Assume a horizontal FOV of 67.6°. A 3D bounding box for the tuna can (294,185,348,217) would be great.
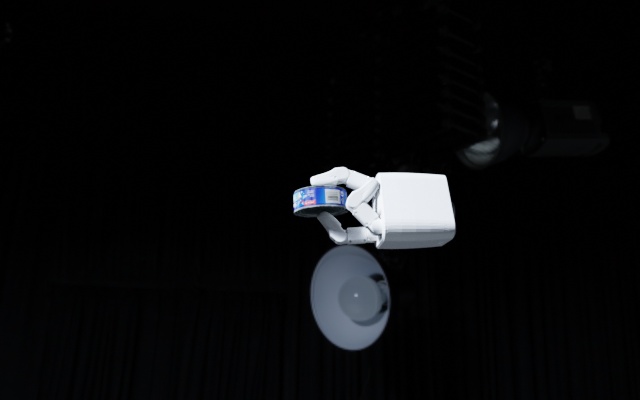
[{"bbox_3d":[0.000,0.002,0.753,0.086,0.033,0.086,-3,-13,-1],"label":"tuna can"}]
